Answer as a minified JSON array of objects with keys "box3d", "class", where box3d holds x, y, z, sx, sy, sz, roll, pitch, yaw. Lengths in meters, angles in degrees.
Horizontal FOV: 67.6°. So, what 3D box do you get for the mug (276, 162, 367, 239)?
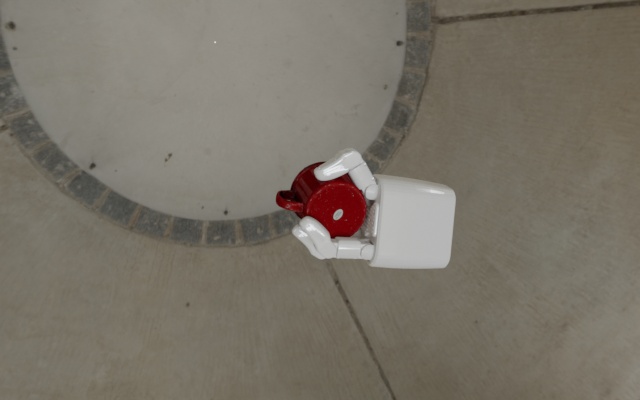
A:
[{"box3d":[-0.001,0.002,0.624,0.117,0.093,0.081,6,17,-15],"class":"mug"}]
